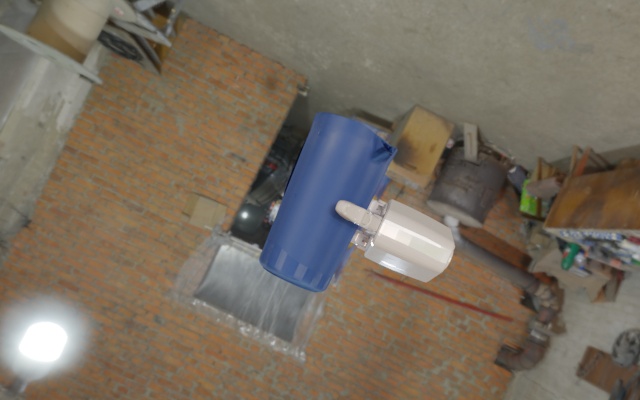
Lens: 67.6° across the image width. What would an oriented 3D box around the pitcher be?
[{"bbox_3d":[0.000,0.002,0.710,0.145,0.243,0.149,24,-4,6],"label":"pitcher"}]
